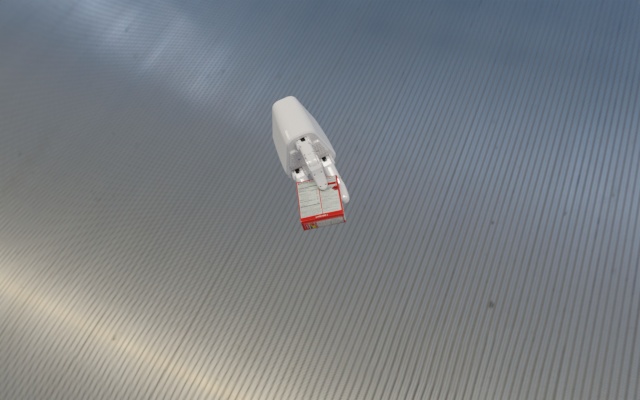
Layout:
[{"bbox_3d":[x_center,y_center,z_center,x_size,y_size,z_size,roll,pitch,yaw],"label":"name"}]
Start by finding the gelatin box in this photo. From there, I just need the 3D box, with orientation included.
[{"bbox_3d":[0.000,0.003,0.811,0.073,0.089,0.030,-12,-39,4],"label":"gelatin box"}]
